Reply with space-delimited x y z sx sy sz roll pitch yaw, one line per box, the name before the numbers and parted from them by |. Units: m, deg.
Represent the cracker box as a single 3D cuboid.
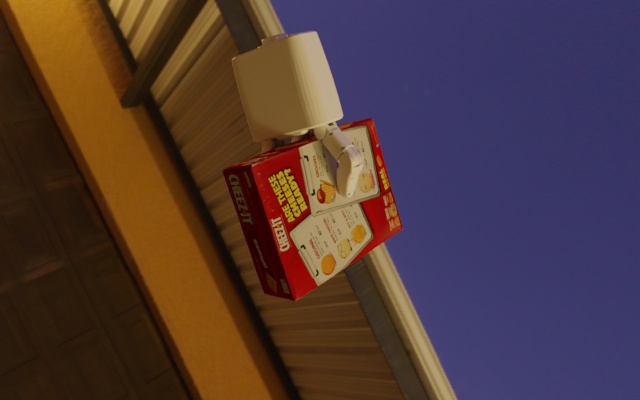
cracker box | 0.000 0.002 0.607 0.213 0.164 0.072 -27 16 -40
